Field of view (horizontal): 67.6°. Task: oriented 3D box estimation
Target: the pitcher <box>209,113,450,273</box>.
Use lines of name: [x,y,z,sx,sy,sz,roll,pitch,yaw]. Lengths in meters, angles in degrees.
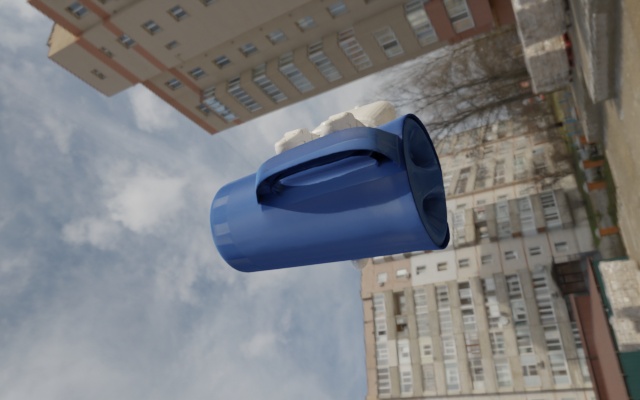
pitcher: [0.000,0.002,0.499,0.243,0.149,0.145,-14,17,26]
